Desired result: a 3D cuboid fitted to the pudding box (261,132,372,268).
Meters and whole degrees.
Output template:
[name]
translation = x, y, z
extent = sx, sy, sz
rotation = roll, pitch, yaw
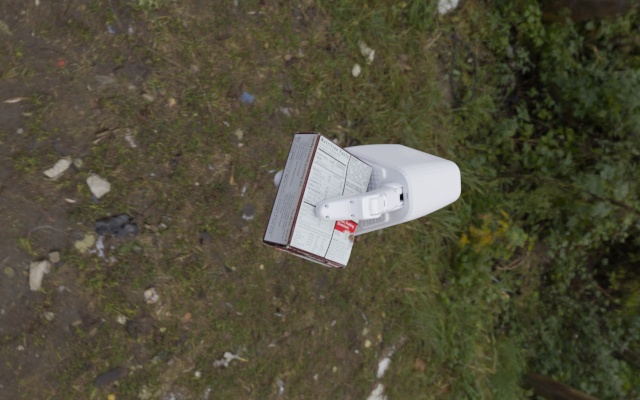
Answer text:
[pudding box]
translation = 0.000, 0.002, 0.463
extent = 0.039, 0.113, 0.090
rotation = 4, -16, 43
